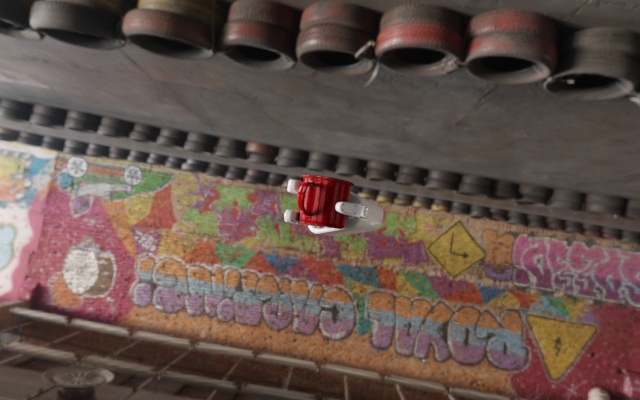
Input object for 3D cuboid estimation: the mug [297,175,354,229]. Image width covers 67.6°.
[{"bbox_3d":[-0.001,0.003,0.815,0.093,0.081,0.117,7,-4,33],"label":"mug"}]
